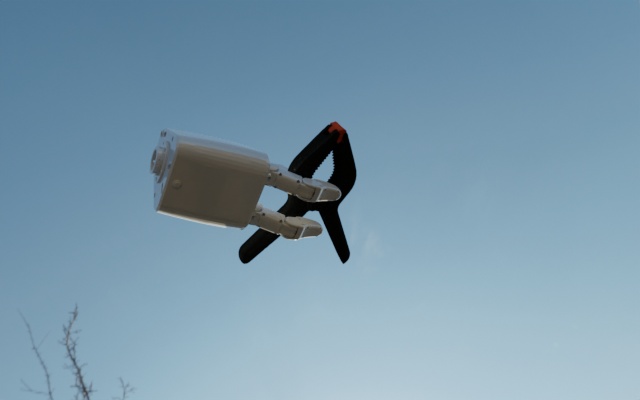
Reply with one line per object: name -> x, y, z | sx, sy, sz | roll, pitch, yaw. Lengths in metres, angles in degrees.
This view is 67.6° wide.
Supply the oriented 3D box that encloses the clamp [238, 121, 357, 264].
clamp -> 0.000, 0.001, 0.623 | 0.164, 0.210, 0.036 | 11, 25, -32
